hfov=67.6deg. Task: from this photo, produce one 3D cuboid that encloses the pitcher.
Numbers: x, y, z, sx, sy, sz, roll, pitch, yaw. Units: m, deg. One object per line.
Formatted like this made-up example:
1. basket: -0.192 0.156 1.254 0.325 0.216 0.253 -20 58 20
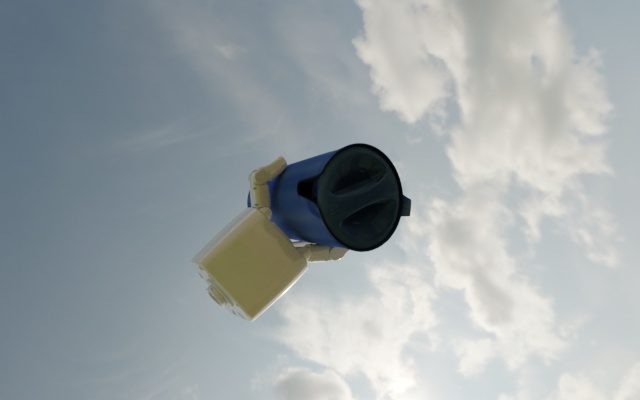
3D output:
1. pitcher: 0.000 0.002 0.685 0.145 0.149 0.243 -44 20 -26
